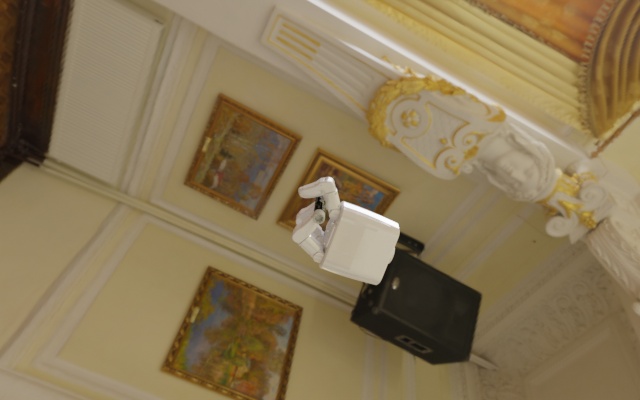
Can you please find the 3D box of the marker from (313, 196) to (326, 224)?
[{"bbox_3d":[0.000,0.003,0.786,0.020,0.020,0.121,0,25,3],"label":"marker"}]
